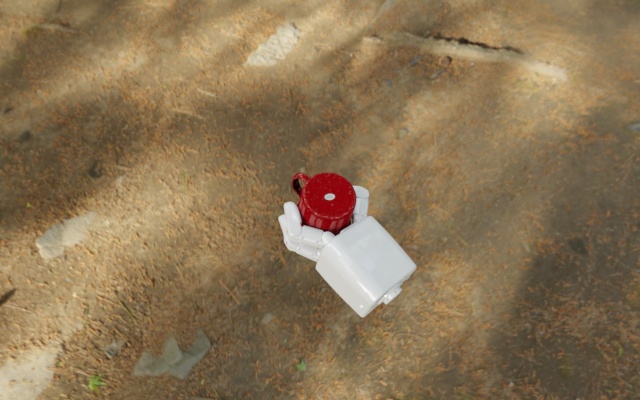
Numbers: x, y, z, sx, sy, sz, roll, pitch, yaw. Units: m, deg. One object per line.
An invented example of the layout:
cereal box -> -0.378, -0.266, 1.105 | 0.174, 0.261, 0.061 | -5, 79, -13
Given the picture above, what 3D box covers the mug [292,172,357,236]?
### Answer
mug -> -0.001, 0.001, 0.726 | 0.093, 0.117, 0.081 | -36, -18, -25
